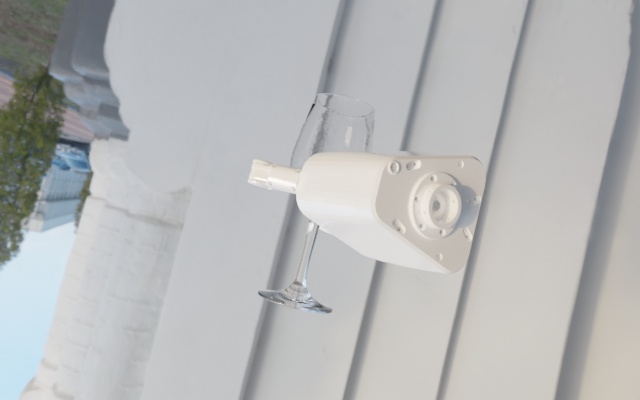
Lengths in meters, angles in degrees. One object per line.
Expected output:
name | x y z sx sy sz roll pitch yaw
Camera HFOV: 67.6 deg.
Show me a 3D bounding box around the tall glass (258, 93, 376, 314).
tall glass | 0.000 0.002 0.465 0.079 0.201 0.079 14 -4 1
